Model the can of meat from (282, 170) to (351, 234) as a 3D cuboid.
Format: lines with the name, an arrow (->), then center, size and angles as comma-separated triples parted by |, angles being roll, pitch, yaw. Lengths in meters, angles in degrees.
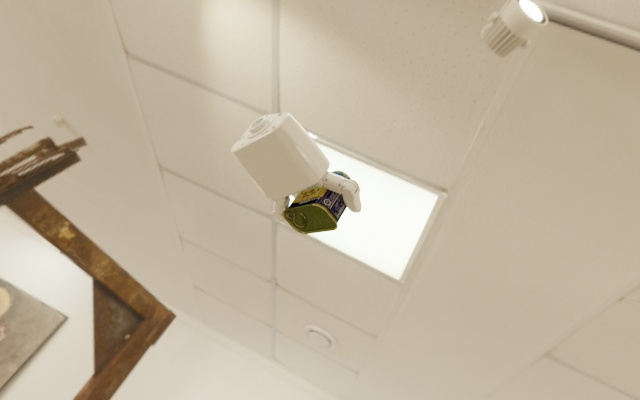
can of meat -> 0.000, 0.002, 0.775 | 0.102, 0.084, 0.057 | -11, -53, 47
